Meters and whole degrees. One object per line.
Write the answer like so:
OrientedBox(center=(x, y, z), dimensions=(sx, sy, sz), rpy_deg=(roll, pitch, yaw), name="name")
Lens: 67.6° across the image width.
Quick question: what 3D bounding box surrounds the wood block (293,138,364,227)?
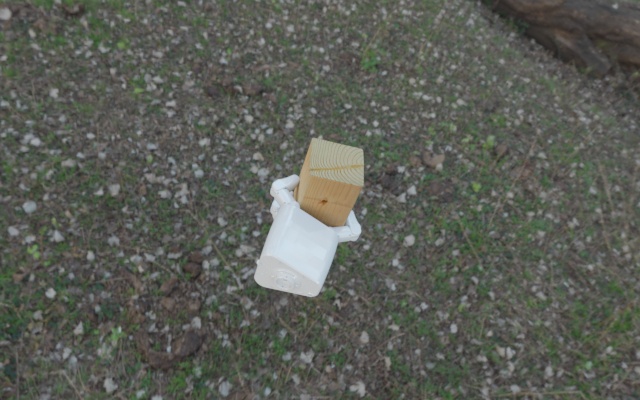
OrientedBox(center=(0.000, 0.003, 0.837), dimensions=(0.091, 0.090, 0.206), rpy_deg=(12, -42, -10), name="wood block")
